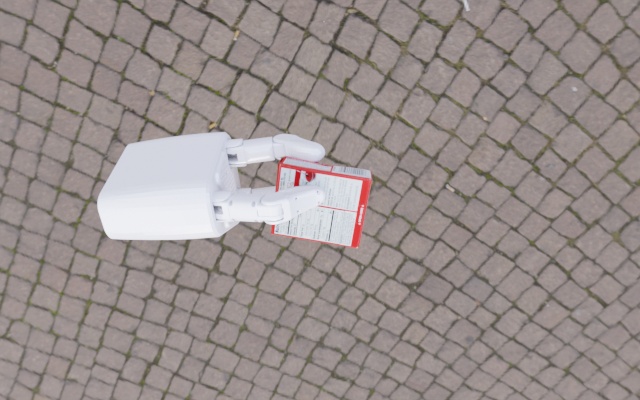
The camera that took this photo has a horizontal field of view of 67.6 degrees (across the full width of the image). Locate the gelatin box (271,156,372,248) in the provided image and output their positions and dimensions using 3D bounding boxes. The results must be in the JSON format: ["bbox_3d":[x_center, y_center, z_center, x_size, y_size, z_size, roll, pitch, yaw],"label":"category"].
[{"bbox_3d":[0.000,0.002,0.460,0.089,0.073,0.030,10,22,3],"label":"gelatin box"}]
